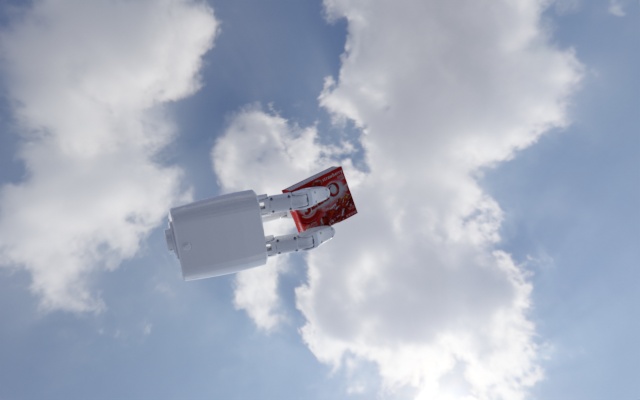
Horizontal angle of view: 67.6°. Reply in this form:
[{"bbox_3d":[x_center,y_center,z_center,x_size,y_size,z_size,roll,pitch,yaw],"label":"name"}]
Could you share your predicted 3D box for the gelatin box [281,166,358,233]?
[{"bbox_3d":[0.000,0.002,0.661,0.089,0.073,0.030,-27,16,-22],"label":"gelatin box"}]
